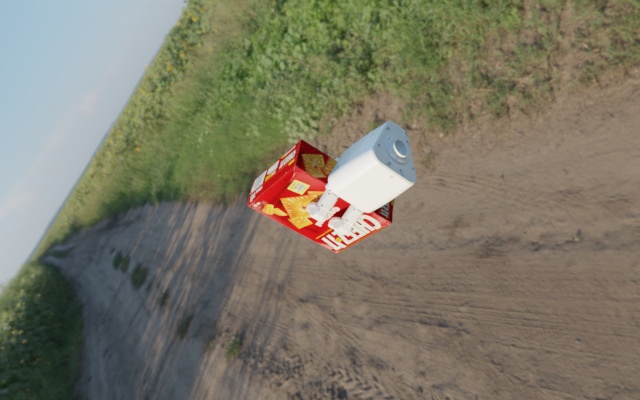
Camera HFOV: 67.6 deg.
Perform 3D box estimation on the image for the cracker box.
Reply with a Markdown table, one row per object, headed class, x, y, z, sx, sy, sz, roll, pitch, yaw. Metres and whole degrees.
| class | x | y | z | sx | sy | sz | roll | pitch | yaw |
| --- | --- | --- | --- | --- | --- | --- | --- | --- | --- |
| cracker box | 0.000 | 0.003 | 0.866 | 0.214 | 0.072 | 0.164 | 30 | -40 | -24 |
